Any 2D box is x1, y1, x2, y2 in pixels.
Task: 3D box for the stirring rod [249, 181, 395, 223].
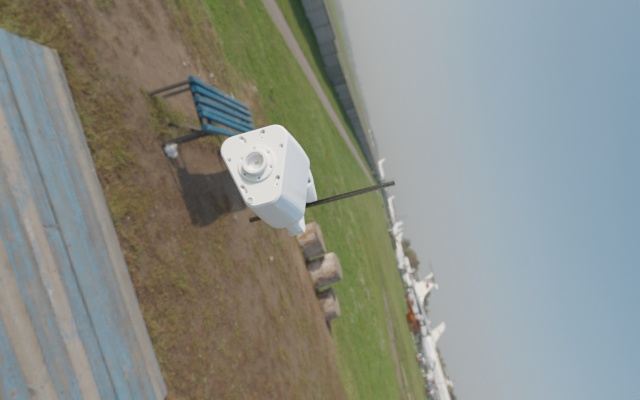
[{"bbox_3d":[0.000,0.003,0.759,0.239,0.011,0.011,-15,-2,8],"label":"stirring rod"}]
